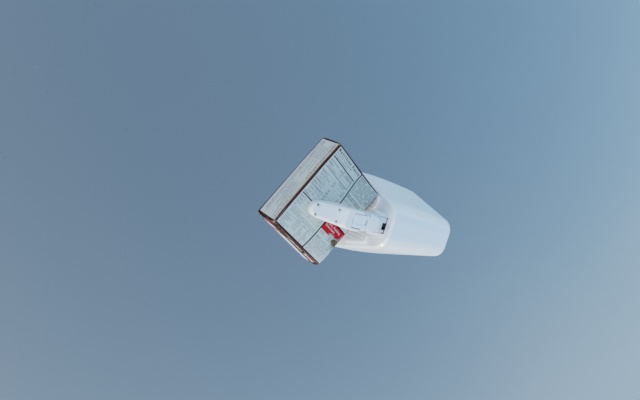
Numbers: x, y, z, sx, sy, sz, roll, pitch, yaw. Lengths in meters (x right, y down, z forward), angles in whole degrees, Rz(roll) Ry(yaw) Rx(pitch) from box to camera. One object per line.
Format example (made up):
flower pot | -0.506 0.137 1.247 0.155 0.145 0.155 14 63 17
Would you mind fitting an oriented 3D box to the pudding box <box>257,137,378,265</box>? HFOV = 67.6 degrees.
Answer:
pudding box | 0.000 0.002 0.526 0.039 0.113 0.090 24 -20 51
